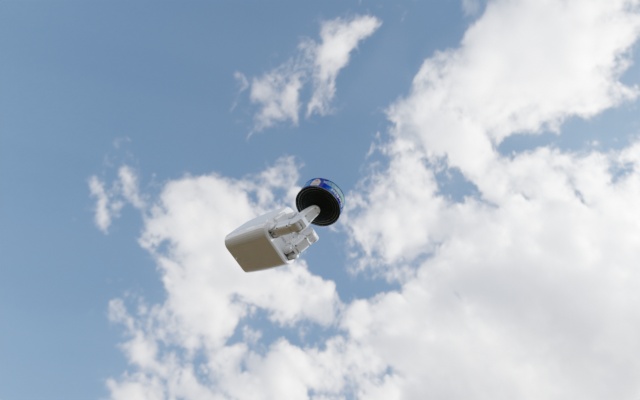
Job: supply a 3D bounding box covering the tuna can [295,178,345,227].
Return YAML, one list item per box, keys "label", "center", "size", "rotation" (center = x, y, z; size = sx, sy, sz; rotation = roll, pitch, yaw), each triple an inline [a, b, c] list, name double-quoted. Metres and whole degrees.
- label: "tuna can"
  center: [0.000, 0.002, 0.861]
  size: [0.086, 0.086, 0.033]
  rotation: [0, 33, 24]
